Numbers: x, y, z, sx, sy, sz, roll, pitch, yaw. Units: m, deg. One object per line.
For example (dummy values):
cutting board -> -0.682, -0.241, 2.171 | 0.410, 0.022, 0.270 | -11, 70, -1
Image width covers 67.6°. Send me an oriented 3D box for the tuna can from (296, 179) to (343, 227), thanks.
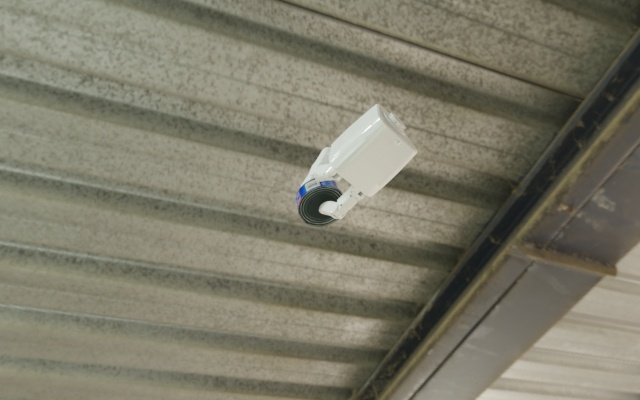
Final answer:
tuna can -> 0.000, 0.002, 0.839 | 0.086, 0.086, 0.033 | 0, 35, -14
